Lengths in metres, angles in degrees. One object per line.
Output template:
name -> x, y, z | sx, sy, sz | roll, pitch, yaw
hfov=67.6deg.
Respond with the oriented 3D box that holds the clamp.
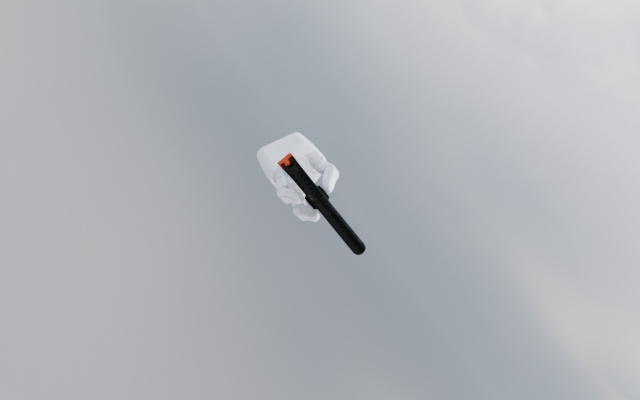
clamp -> 0.000, 0.002, 0.842 | 0.210, 0.036, 0.164 | 51, -2, -38
